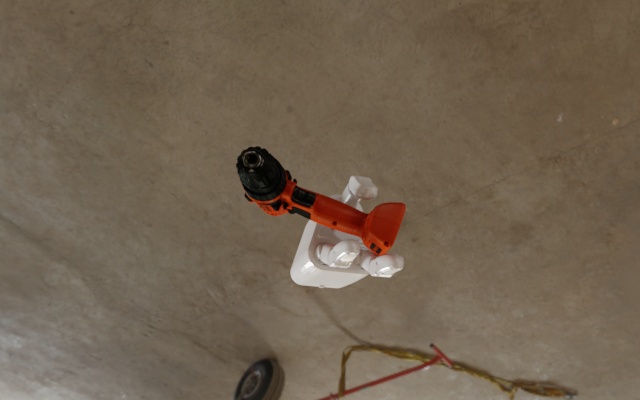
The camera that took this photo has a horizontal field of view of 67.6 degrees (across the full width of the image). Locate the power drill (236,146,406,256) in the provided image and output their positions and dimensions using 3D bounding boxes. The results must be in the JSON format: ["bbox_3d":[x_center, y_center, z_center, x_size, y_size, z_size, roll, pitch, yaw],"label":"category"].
[{"bbox_3d":[0.001,0.002,0.554,0.187,0.057,0.184,21,-9,7],"label":"power drill"}]
